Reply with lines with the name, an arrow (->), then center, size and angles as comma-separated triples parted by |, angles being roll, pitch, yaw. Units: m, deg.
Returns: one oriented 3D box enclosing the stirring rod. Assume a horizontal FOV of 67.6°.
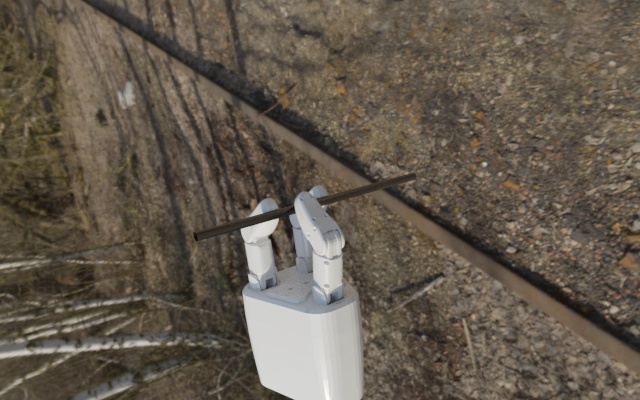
stirring rod -> 0.000, 0.001, 0.438 | 0.239, 0.011, 0.011 | -15, 8, -32
